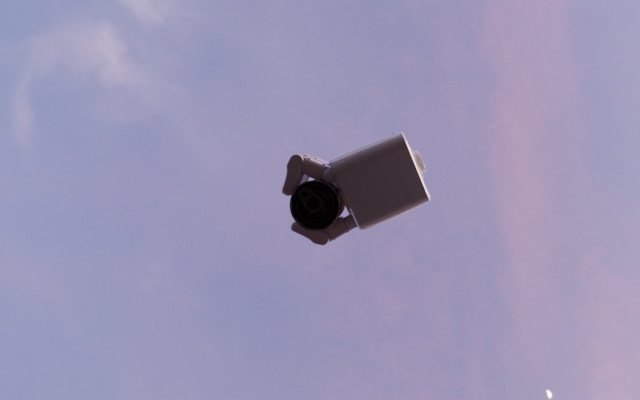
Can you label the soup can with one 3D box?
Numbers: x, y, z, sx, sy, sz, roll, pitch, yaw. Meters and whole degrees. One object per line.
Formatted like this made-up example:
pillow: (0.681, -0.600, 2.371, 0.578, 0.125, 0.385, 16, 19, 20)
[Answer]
soup can: (0.000, 0.003, 0.683, 0.068, 0.068, 0.102, 0, 5, 9)
